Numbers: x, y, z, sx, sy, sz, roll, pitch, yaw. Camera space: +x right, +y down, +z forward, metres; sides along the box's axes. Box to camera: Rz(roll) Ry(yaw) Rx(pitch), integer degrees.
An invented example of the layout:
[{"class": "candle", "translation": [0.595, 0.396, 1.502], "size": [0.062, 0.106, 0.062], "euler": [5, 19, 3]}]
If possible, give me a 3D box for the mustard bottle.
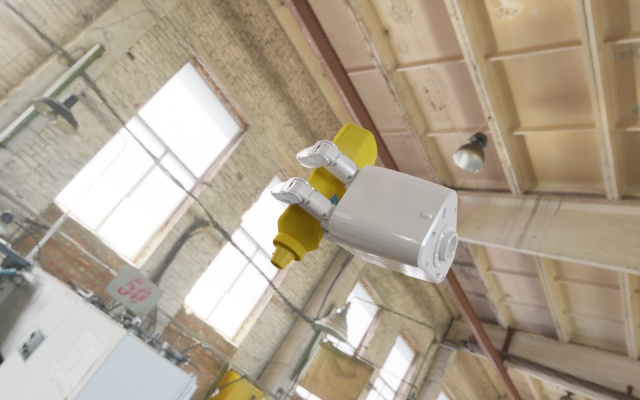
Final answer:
[{"class": "mustard bottle", "translation": [0.000, 0.002, 0.579], "size": [0.058, 0.191, 0.096], "euler": [30, -24, 10]}]
